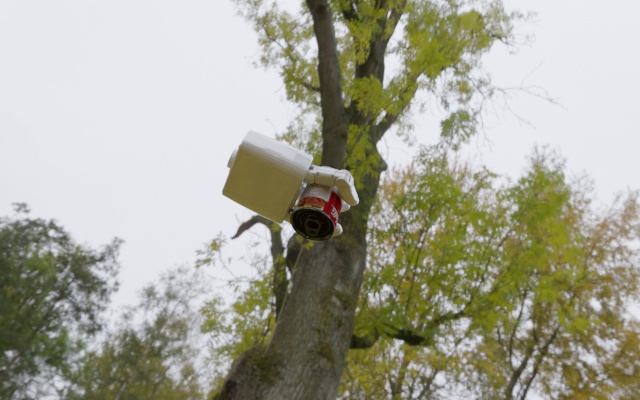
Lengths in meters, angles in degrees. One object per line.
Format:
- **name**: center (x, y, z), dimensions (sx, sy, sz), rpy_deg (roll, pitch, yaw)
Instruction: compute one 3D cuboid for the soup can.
- **soup can**: center (0.001, 0.002, 0.734), dimensions (0.068, 0.069, 0.102), rpy_deg (0, 42, 20)
